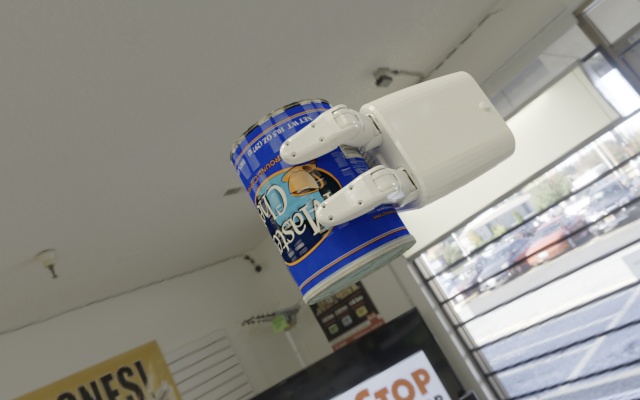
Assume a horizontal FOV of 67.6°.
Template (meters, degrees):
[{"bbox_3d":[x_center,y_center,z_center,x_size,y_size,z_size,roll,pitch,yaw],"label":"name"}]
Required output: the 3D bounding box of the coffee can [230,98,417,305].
[{"bbox_3d":[0.000,0.002,0.404,0.103,0.140,0.103,-28,-15,-8],"label":"coffee can"}]
